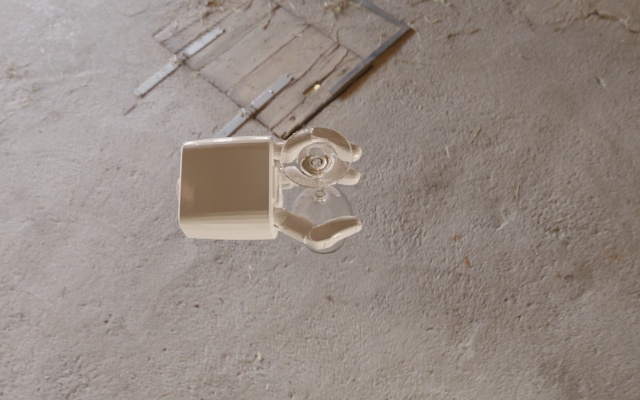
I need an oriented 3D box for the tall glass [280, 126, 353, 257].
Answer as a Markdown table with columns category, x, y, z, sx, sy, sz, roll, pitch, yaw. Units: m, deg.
| category | x | y | z | sx | sy | sz | roll | pitch | yaw |
| --- | --- | --- | --- | --- | --- | --- | --- | --- | --- |
| tall glass | 0.000 | 0.002 | 0.571 | 0.079 | 0.079 | 0.201 | 0 | -28 | 3 |
